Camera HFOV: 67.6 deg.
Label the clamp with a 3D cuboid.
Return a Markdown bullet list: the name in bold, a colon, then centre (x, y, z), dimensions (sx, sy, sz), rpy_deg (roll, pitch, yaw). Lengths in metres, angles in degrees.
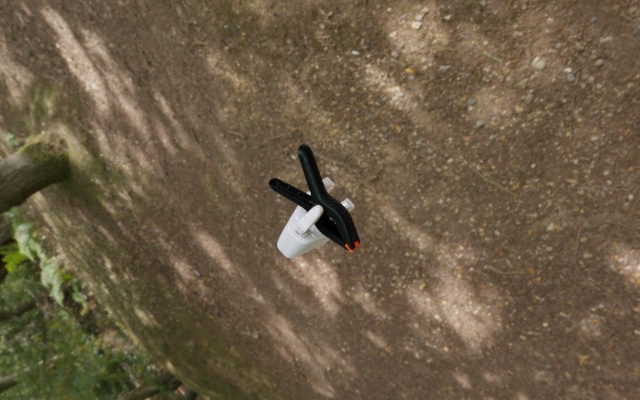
- **clamp**: centre (0.000, 0.004, 0.859), dimensions (0.036, 0.210, 0.165), rpy_deg (-41, -6, -32)
